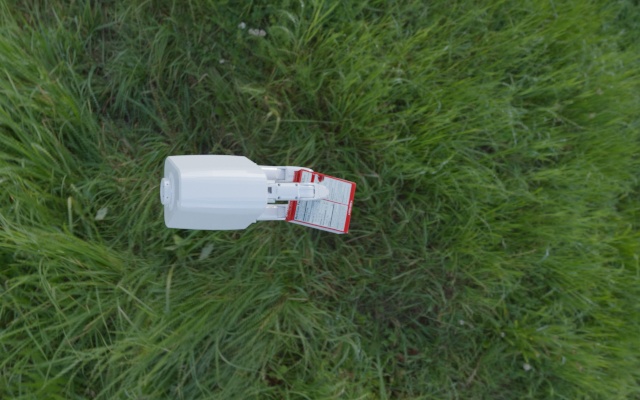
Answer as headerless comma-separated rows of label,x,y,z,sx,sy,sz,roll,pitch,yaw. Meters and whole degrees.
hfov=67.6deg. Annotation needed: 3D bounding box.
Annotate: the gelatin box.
gelatin box,0.001,0.002,0.667,0.089,0.073,0.030,14,-11,-22
